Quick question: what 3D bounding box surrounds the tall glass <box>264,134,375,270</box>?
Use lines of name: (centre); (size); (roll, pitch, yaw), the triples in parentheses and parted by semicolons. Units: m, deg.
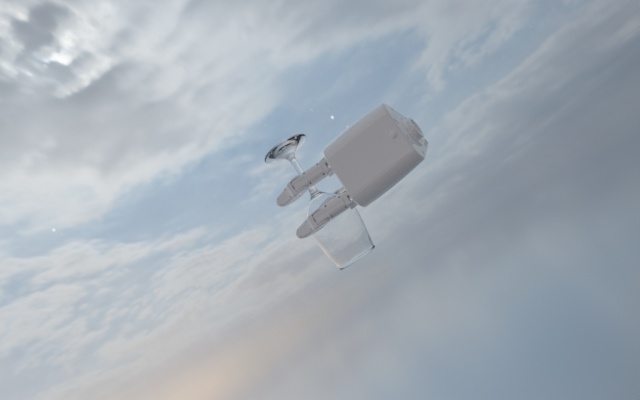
tall glass: (0.000, 0.002, 0.707); (0.079, 0.201, 0.079); (-32, -11, -7)
